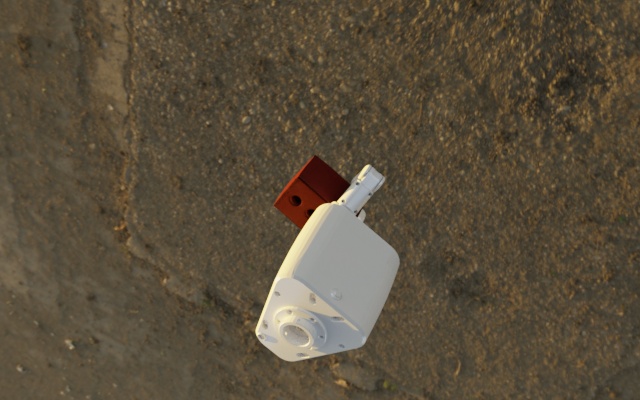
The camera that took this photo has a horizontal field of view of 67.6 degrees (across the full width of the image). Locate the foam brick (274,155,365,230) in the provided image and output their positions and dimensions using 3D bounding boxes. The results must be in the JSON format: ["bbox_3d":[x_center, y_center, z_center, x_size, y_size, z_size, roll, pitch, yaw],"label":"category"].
[{"bbox_3d":[0.000,0.001,0.511,0.053,0.078,0.051,-46,6,40],"label":"foam brick"}]
